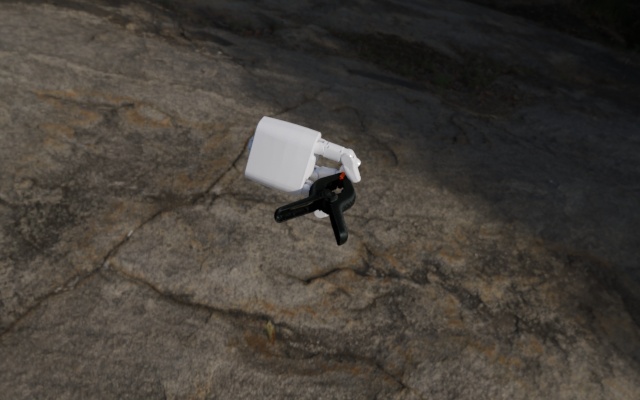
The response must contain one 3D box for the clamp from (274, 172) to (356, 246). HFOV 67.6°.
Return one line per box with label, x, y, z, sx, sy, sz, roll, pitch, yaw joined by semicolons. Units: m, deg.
clamp;0.000;0.002;0.784;0.120;0.039;0.171;19;35;3
